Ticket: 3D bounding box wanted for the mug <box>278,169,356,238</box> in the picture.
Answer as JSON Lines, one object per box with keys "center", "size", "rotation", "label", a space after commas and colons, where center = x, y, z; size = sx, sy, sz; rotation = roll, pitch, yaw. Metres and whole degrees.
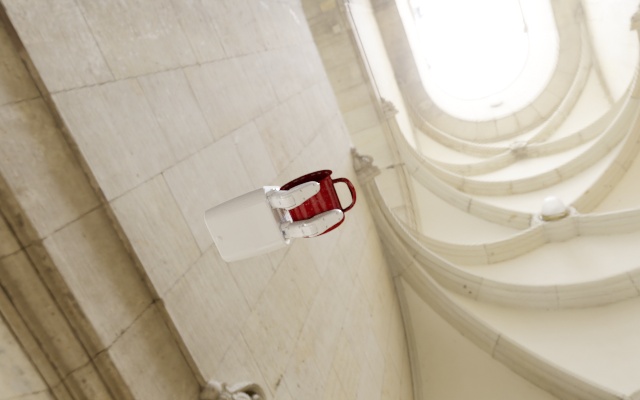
{"center": [0.002, 0.002, 0.752], "size": [0.117, 0.081, 0.093], "rotation": [-18, 15, 12], "label": "mug"}
